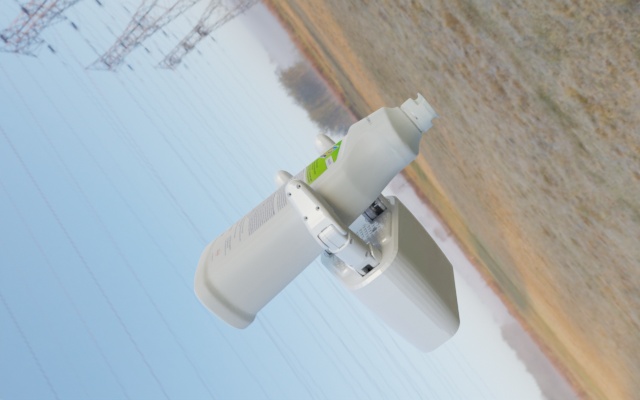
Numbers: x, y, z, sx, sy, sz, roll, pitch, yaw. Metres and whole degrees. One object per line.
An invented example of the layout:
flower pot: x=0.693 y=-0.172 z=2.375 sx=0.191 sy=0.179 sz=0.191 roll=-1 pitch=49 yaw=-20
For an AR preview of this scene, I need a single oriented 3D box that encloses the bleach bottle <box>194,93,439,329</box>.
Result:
bleach bottle: x=0.000 y=0.001 z=0.426 sx=0.251 sy=0.068 sz=0.102 roll=-40 pitch=22 yaw=12
